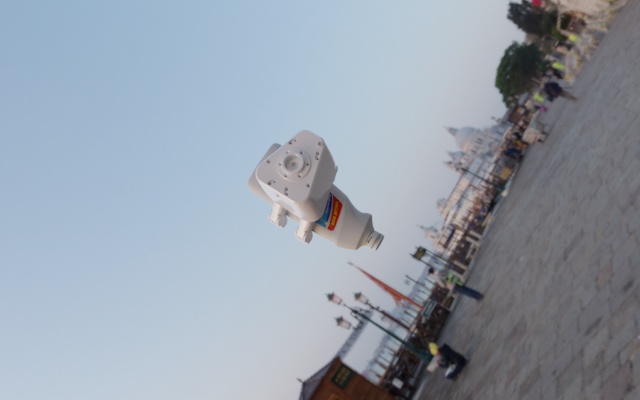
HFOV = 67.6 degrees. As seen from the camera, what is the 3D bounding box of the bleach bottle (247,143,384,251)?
[{"bbox_3d":[0.000,0.003,0.829,0.251,0.102,0.068,31,-8,15],"label":"bleach bottle"}]
